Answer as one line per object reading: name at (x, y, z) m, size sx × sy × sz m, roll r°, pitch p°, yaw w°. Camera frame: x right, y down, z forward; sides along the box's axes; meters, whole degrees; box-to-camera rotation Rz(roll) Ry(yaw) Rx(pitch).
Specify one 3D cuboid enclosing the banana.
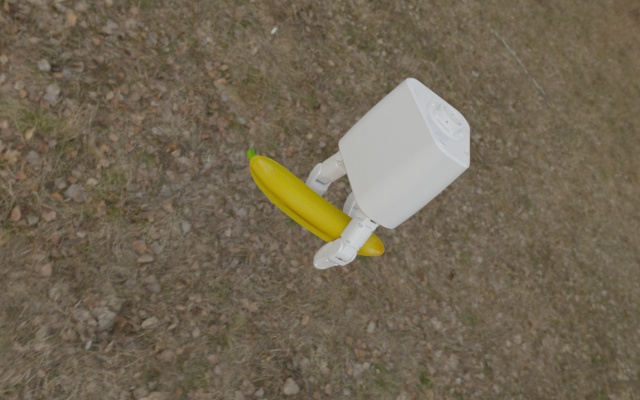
banana at (-0.007, 0.006, 0.531) m, size 0.198 × 0.037 × 0.069 m, roll 39°, pitch 25°, yaw -3°
